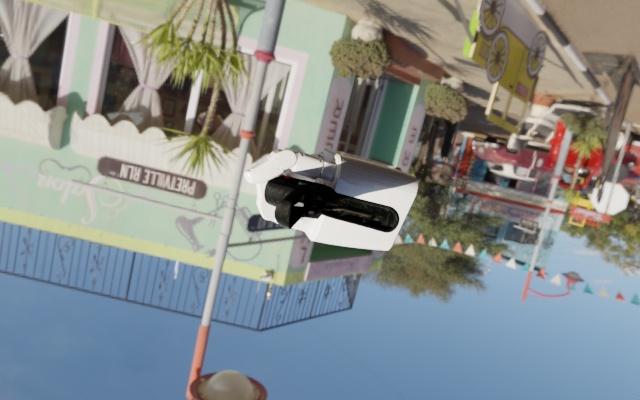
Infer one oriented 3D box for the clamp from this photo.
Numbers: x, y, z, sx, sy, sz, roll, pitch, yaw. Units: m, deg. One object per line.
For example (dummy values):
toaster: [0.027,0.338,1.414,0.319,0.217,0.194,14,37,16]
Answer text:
clamp: [0.000,0.002,0.488,0.120,0.039,0.171,11,10,-18]
